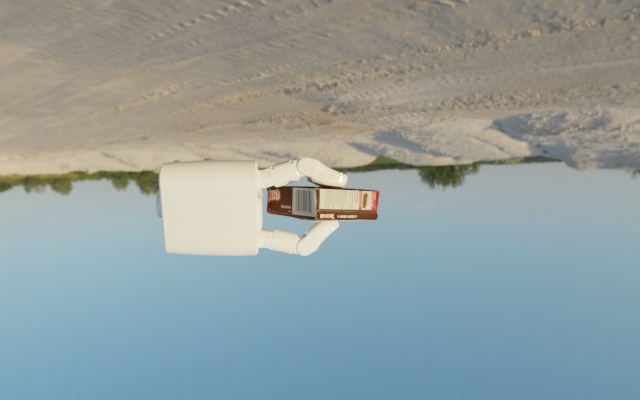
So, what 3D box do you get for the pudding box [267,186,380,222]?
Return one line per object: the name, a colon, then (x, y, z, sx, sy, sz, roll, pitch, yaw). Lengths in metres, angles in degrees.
pudding box: (0.000, 0.002, 0.568, 0.090, 0.039, 0.113, 0, 4, -34)
